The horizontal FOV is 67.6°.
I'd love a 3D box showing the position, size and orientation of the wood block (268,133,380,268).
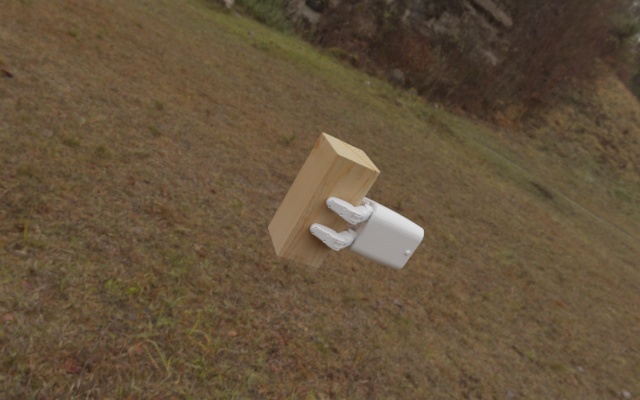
[{"bbox_3d":[0.000,0.003,0.826,0.090,0.206,0.090,21,22,-27],"label":"wood block"}]
